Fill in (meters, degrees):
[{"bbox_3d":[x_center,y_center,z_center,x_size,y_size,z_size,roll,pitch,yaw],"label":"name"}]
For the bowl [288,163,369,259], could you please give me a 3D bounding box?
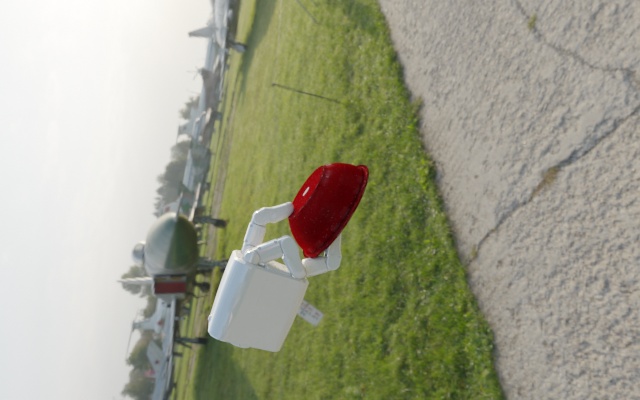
[{"bbox_3d":[0.000,0.001,0.691,0.055,0.162,0.162,33,-9,-14],"label":"bowl"}]
